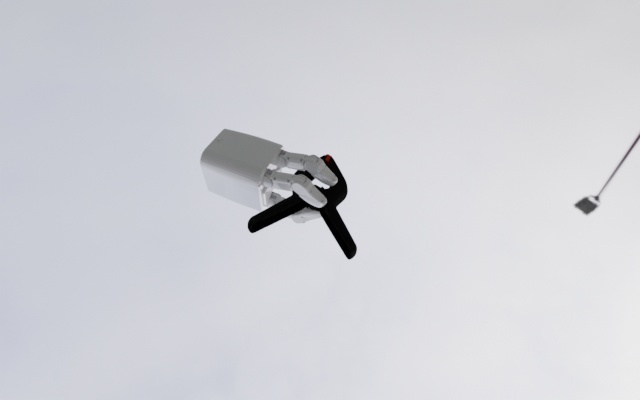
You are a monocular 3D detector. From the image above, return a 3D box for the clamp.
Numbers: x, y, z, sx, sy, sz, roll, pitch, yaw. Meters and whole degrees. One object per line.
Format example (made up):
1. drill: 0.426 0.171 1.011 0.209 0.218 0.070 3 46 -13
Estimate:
1. clamp: 0.000 0.003 0.759 0.164 0.036 0.209 21 44 7
